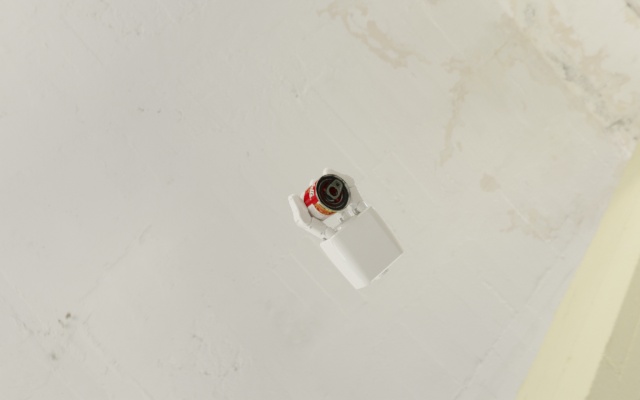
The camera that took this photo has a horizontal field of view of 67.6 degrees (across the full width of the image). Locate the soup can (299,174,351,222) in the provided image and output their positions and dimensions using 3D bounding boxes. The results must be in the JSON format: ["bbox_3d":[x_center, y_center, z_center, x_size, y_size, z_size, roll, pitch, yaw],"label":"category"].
[{"bbox_3d":[0.000,0.003,0.851,0.068,0.068,0.102,0,-20,-28],"label":"soup can"}]
